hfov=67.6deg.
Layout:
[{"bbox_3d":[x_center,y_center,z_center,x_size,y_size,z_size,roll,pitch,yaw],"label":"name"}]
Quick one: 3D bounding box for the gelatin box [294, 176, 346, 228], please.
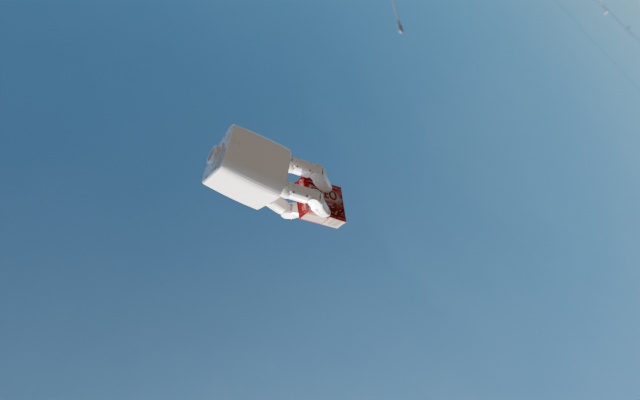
[{"bbox_3d":[0.000,0.003,0.834,0.089,0.073,0.030,17,-38,-35],"label":"gelatin box"}]
